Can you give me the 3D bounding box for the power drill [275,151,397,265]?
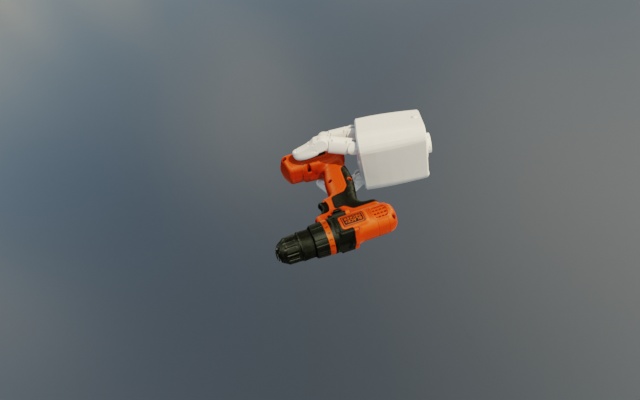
[{"bbox_3d":[0.000,0.002,0.735,0.184,0.187,0.057,-17,-37,-11],"label":"power drill"}]
